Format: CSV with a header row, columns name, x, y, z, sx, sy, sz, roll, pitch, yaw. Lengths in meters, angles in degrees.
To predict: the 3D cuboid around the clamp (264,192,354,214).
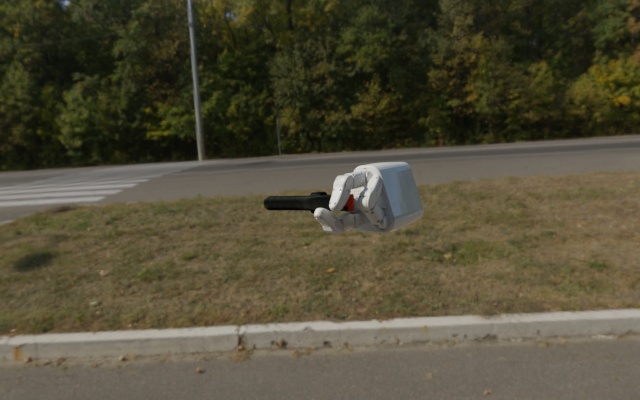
name,x,y,z,sx,sy,sz,roll,pitch,yaw
clamp,0.000,0.002,0.813,0.171,0.039,0.120,3,11,41
